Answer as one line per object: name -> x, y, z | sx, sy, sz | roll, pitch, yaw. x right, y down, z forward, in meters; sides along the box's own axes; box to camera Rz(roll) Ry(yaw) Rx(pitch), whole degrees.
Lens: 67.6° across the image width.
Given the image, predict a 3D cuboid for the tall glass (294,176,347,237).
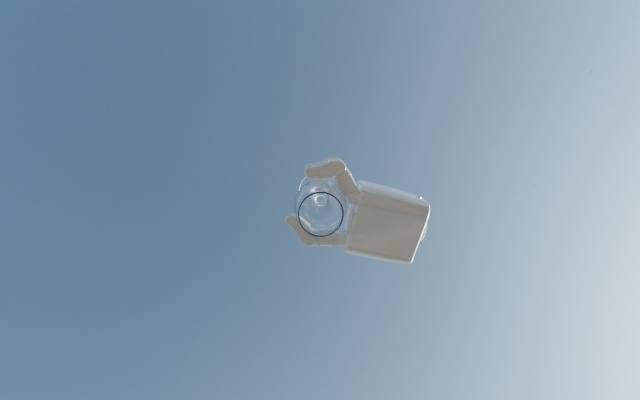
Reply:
tall glass -> 0.000, 0.002, 0.735 | 0.079, 0.079, 0.201 | 0, 10, 0
